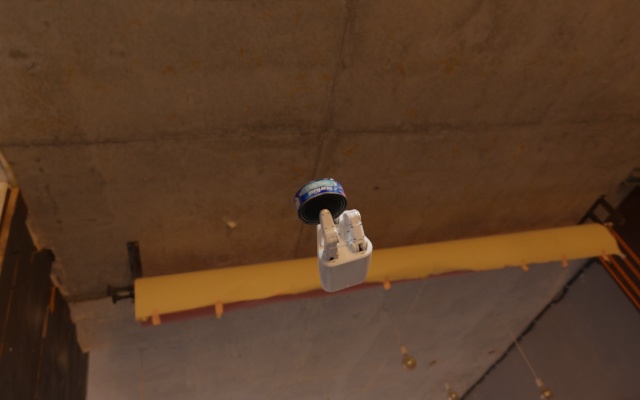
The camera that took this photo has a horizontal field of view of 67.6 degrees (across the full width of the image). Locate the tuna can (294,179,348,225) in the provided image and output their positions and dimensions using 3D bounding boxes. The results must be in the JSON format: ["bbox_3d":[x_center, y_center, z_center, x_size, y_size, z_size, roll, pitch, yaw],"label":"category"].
[{"bbox_3d":[0.000,0.002,0.799,0.086,0.033,0.086,-13,-35,-9],"label":"tuna can"}]
